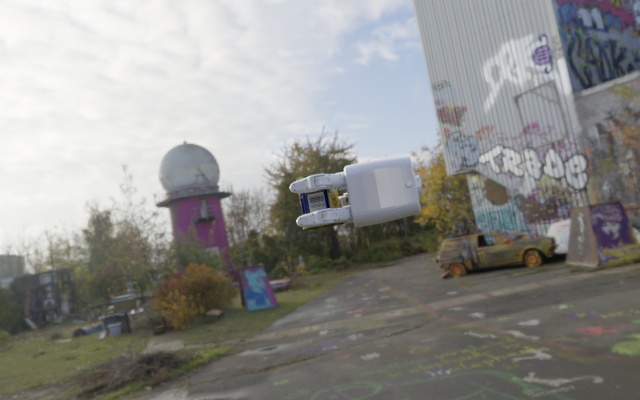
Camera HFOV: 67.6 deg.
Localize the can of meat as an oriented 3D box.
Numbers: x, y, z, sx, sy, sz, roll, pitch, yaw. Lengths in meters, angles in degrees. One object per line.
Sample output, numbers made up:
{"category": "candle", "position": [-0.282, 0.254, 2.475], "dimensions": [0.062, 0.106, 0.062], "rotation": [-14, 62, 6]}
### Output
{"category": "can of meat", "position": [0.000, 0.002, 0.796], "dimensions": [0.057, 0.084, 0.102], "rotation": [-11, -5, 13]}
